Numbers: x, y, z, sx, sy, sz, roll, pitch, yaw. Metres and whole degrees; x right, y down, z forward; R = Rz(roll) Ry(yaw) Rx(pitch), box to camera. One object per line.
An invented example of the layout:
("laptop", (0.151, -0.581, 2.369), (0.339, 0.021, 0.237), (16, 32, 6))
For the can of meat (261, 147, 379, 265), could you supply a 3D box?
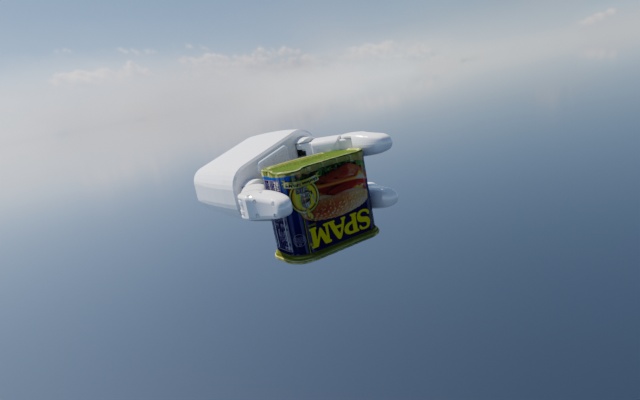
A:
("can of meat", (0.000, 0.001, 0.446), (0.102, 0.084, 0.057), (-19, 15, -31))
